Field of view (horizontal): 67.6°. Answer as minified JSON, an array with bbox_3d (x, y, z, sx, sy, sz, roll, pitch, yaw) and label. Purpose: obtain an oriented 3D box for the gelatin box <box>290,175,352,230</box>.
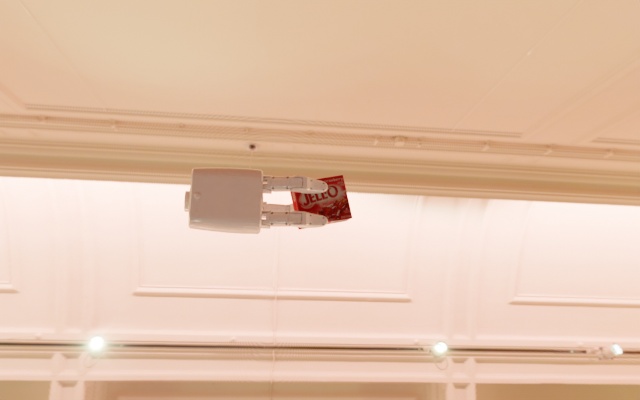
[{"bbox_3d":[0.000,0.003,0.765,0.089,0.073,0.030,-9,-9,-20],"label":"gelatin box"}]
